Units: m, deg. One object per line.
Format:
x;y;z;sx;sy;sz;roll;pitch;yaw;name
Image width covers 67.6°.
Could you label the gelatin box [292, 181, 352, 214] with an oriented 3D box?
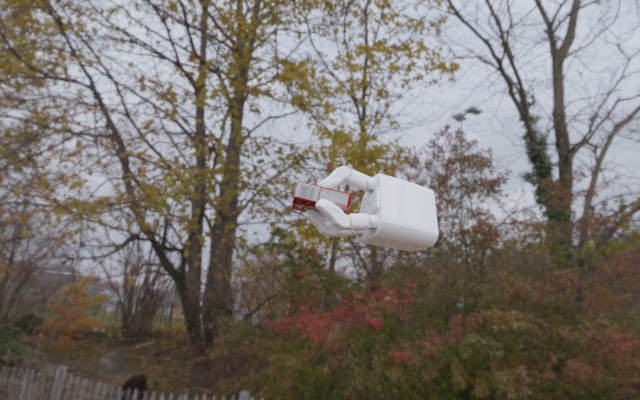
0.000;0.002;0.772;0.089;0.030;0.073;13;-17;-3;gelatin box
